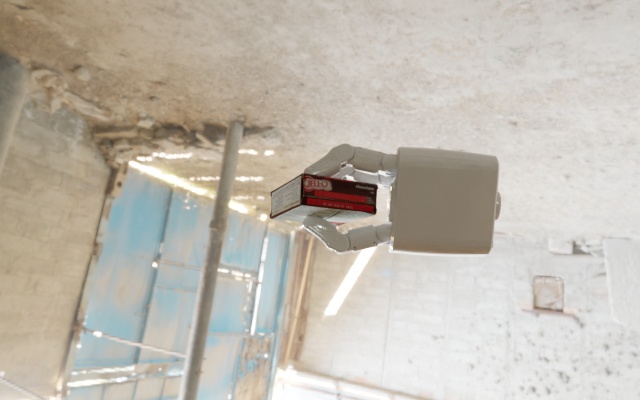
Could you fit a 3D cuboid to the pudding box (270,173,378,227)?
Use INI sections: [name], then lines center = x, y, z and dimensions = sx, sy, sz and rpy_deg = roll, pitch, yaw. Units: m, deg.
[pudding box]
center = 0.000, 0.002, 0.545
dimensions = 0.090, 0.039, 0.113
rpy_deg = 9, -14, -22
